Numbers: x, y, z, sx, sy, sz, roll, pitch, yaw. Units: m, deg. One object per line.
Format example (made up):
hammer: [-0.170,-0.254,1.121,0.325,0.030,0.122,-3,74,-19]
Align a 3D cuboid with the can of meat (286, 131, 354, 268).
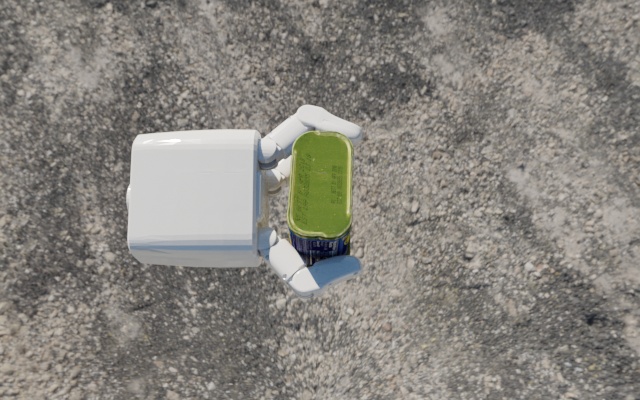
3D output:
can of meat: [0.000,0.001,0.417,0.057,0.102,0.084,2,-24,1]
